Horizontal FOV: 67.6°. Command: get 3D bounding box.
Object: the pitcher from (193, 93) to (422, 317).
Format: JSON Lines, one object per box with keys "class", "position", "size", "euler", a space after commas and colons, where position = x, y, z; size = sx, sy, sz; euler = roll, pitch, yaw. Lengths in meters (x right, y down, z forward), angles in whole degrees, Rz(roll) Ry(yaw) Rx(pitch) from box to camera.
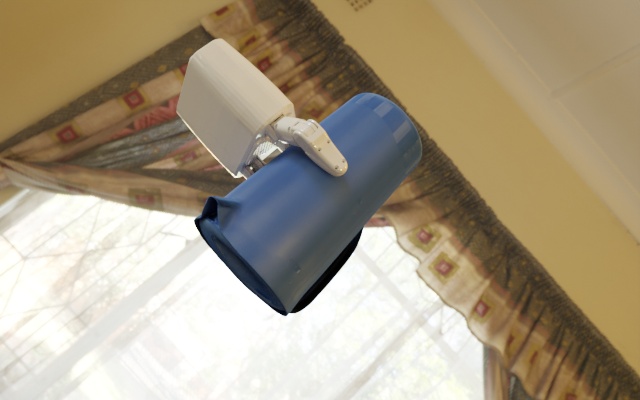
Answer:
{"class": "pitcher", "position": [0.000, 0.002, 0.520], "size": [0.242, 0.145, 0.149], "euler": [-43, -5, -20]}
